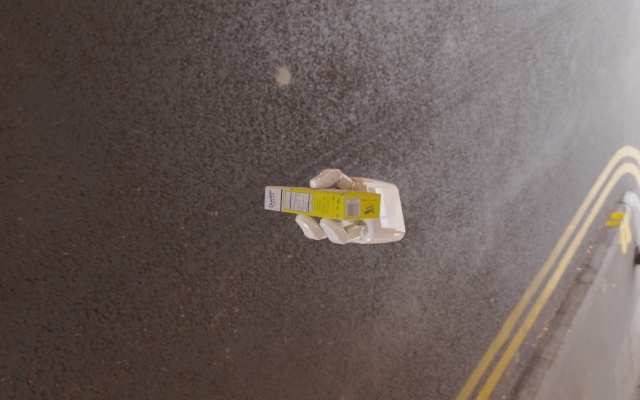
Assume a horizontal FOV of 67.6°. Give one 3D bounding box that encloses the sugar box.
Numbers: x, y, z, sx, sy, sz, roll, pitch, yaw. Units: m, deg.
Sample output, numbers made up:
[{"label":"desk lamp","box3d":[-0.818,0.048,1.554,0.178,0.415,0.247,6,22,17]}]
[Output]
[{"label":"sugar box","box3d":[0.000,0.003,0.776,0.176,0.048,0.093,3,2,43]}]
